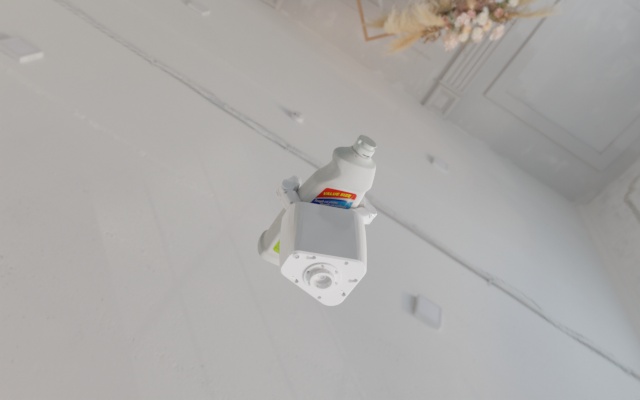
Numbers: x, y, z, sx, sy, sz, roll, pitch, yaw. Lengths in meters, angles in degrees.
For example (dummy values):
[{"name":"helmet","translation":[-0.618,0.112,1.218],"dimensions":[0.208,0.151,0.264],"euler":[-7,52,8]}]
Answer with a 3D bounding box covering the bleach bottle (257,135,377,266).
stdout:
[{"name":"bleach bottle","translation":[0.000,0.002,0.736],"dimensions":[0.102,0.251,0.068],"euler":[25,31,-15]}]
